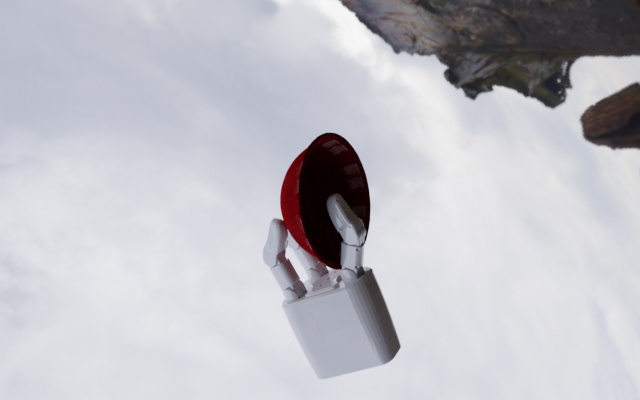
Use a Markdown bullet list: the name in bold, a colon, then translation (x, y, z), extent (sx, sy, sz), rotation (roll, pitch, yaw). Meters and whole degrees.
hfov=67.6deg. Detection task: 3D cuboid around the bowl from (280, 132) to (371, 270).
- **bowl**: translation (0.000, 0.001, 0.576), extent (0.055, 0.162, 0.162), rotation (-4, -3, 33)
